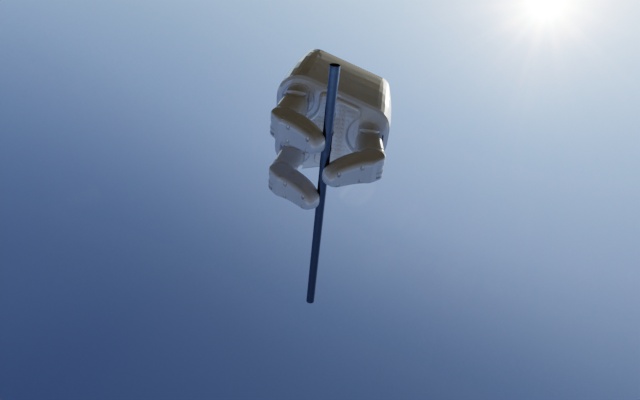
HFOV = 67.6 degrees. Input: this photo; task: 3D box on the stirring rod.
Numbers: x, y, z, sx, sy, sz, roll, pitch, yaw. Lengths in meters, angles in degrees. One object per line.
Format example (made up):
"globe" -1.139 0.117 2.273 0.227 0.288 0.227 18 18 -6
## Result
"stirring rod" 0.000 0.001 0.412 0.011 0.240 0.011 4 34 -3
